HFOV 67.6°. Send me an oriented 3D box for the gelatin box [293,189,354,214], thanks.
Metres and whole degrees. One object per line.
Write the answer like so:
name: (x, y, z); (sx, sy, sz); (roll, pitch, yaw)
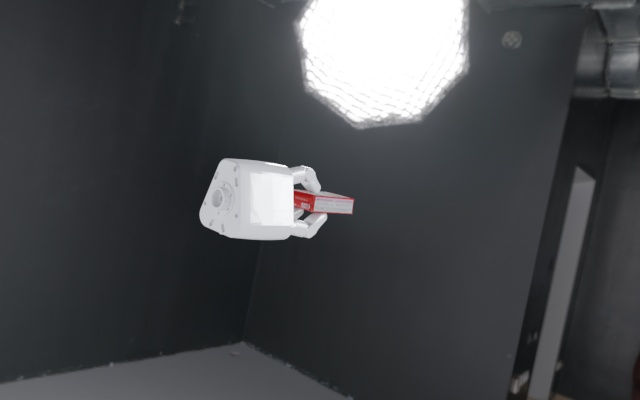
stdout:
gelatin box: (0.000, 0.002, 0.809); (0.089, 0.030, 0.073); (3, 7, -38)
